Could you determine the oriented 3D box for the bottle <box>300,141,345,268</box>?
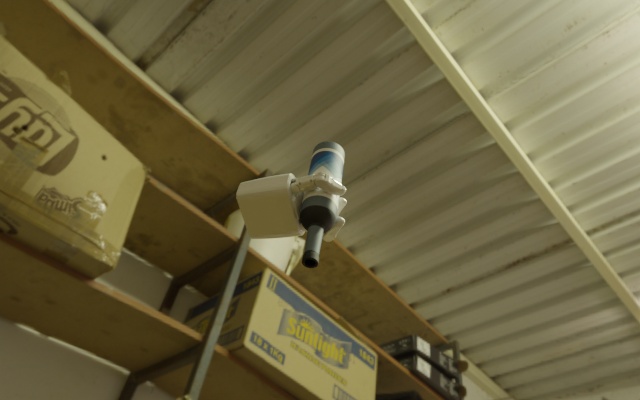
[{"bbox_3d":[0.000,0.003,0.882,0.069,0.069,0.295,0,42,9],"label":"bottle"}]
